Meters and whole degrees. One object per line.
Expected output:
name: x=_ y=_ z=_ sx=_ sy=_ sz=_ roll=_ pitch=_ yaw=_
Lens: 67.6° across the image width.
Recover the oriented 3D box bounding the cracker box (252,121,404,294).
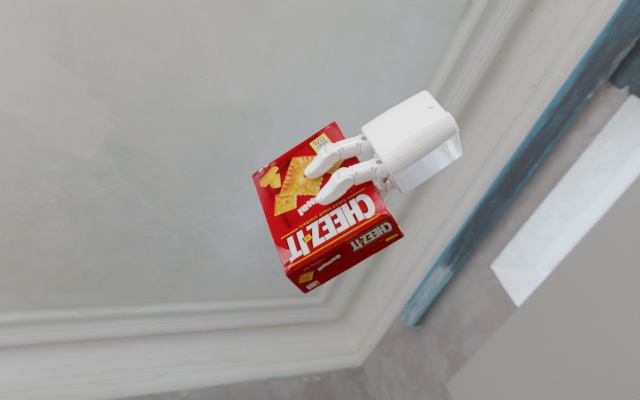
cracker box: x=0.000 y=0.002 z=0.708 sx=0.164 sy=0.213 sz=0.072 roll=-32 pitch=-43 yaw=7
